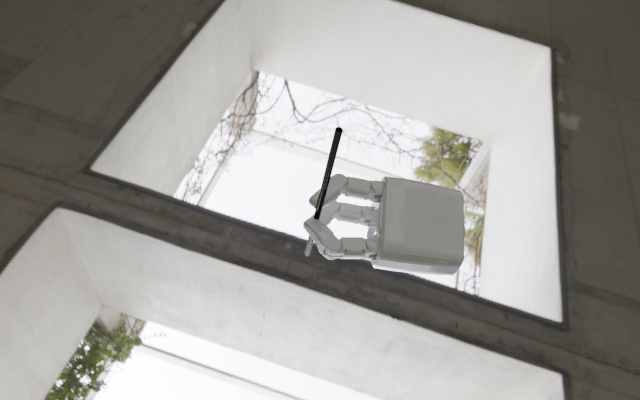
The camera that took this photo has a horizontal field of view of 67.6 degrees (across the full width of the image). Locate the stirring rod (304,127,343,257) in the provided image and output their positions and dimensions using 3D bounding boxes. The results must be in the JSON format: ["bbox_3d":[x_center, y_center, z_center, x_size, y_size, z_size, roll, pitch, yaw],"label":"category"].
[{"bbox_3d":[0.000,0.002,0.574,0.011,0.011,0.240,0,-37,-11],"label":"stirring rod"}]
